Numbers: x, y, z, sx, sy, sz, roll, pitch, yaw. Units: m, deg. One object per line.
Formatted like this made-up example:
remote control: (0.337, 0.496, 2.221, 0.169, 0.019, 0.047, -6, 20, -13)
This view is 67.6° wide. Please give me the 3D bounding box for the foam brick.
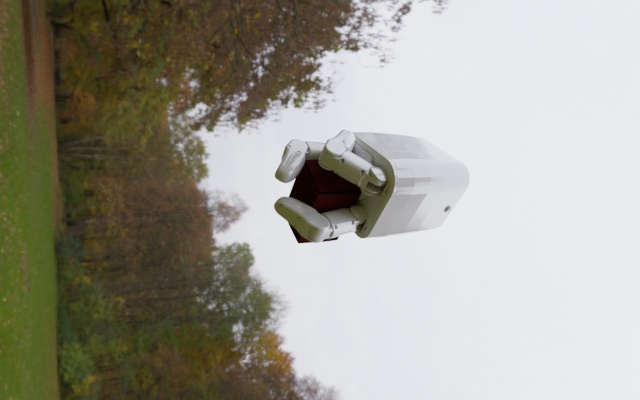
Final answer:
foam brick: (0.000, 0.002, 0.514, 0.051, 0.053, 0.078, -3, -43, -28)
